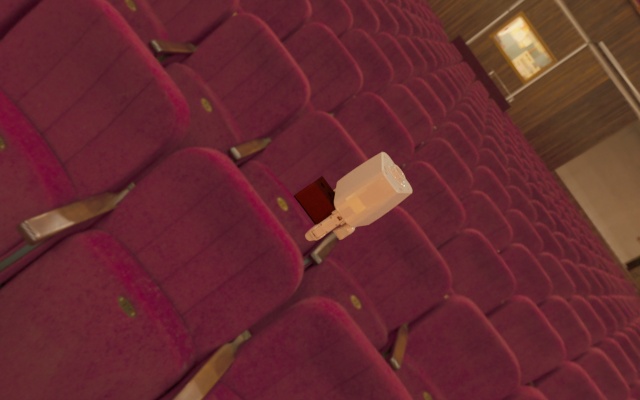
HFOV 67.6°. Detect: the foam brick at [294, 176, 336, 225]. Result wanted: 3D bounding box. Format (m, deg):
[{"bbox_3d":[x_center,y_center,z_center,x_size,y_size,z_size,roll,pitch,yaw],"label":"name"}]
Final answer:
[{"bbox_3d":[0.000,0.003,0.875,0.051,0.078,0.053,-36,2,23],"label":"foam brick"}]
